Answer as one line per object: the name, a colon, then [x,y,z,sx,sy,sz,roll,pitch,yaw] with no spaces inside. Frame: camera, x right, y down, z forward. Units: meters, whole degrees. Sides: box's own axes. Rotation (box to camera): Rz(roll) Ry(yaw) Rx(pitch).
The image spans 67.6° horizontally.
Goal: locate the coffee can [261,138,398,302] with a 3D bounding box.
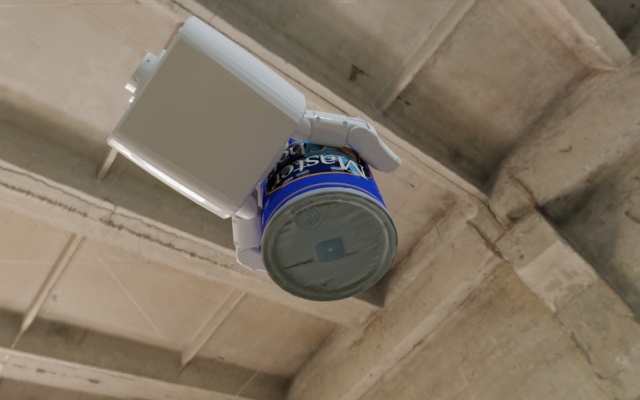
coffee can: [0.000,0.001,0.412,0.103,0.103,0.140,0,31,-7]
